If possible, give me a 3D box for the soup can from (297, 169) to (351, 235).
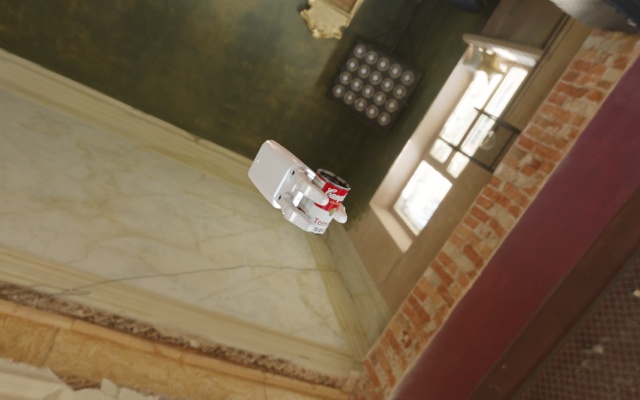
[{"bbox_3d":[0.000,0.003,0.868,0.068,0.102,0.068,28,16,-9],"label":"soup can"}]
